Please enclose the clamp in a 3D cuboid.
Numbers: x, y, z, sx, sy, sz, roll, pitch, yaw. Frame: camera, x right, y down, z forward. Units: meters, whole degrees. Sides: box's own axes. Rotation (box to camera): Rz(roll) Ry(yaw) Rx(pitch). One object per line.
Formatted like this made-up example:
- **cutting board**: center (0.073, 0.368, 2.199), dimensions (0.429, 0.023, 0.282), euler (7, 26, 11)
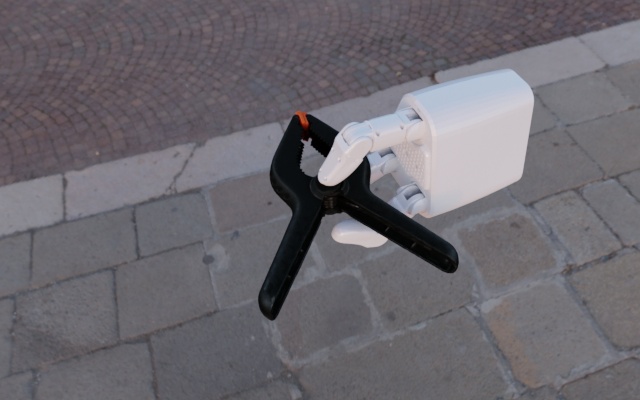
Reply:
- **clamp**: center (0.000, 0.000, 0.424), dimensions (0.164, 0.210, 0.036), euler (-18, -35, -15)
